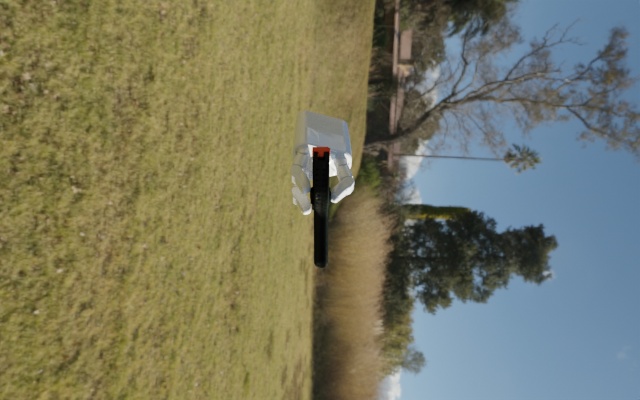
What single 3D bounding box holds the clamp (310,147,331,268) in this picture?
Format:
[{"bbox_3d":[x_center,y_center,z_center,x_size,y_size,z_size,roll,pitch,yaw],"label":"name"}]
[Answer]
[{"bbox_3d":[0.001,0.002,0.826,0.036,0.164,0.210,-1,-43,-3],"label":"clamp"}]
